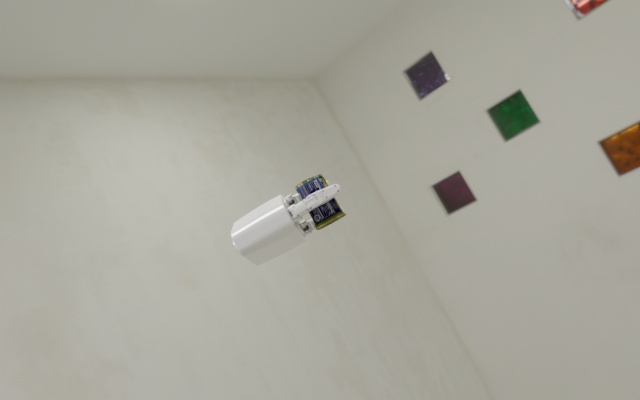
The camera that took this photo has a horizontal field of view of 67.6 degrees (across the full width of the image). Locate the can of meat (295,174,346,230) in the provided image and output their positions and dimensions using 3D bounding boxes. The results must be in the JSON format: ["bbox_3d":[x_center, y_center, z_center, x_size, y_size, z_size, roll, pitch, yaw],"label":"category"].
[{"bbox_3d":[0.000,0.002,0.850,0.057,0.084,0.102,-30,-5,2],"label":"can of meat"}]
